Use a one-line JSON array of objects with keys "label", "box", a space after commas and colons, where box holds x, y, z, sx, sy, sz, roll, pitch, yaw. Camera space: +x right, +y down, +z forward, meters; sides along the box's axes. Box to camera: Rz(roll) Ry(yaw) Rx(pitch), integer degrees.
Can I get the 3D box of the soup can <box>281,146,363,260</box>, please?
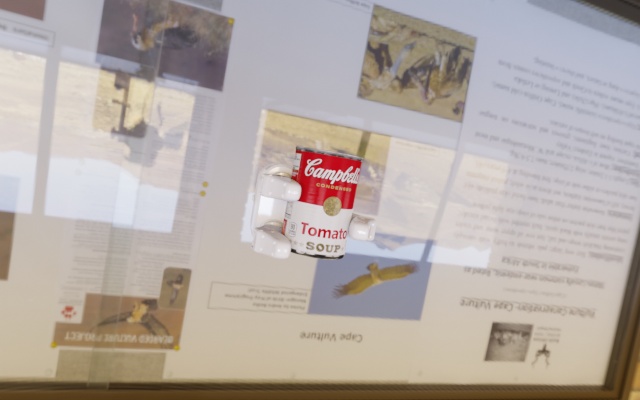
[{"label": "soup can", "box": [0.000, 0.002, 0.477, 0.068, 0.102, 0.068, 10, 4, -1]}]
